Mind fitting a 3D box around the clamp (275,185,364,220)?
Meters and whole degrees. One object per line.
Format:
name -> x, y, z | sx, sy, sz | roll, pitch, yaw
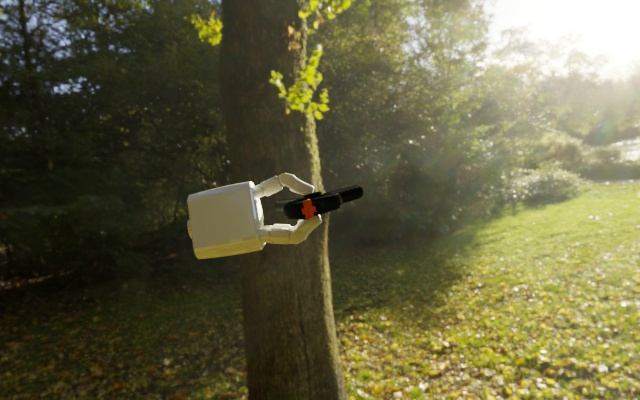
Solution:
clamp -> 0.000, 0.002, 0.794 | 0.164, 0.036, 0.210 | -12, 4, -1
